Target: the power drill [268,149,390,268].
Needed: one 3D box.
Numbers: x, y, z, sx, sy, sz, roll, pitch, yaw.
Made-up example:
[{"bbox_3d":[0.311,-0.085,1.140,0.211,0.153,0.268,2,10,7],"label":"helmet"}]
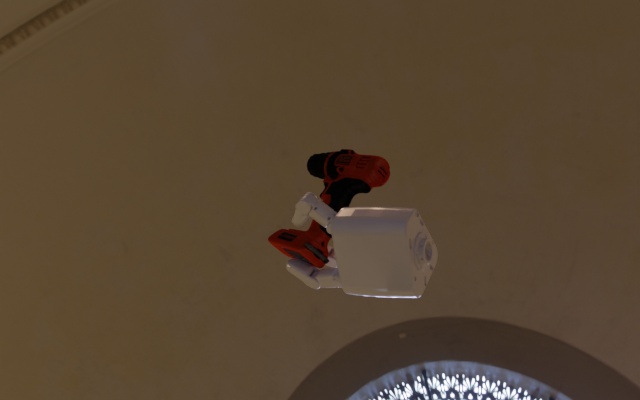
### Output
[{"bbox_3d":[0.000,0.003,0.734,0.057,0.187,0.184,41,-17,-30],"label":"power drill"}]
